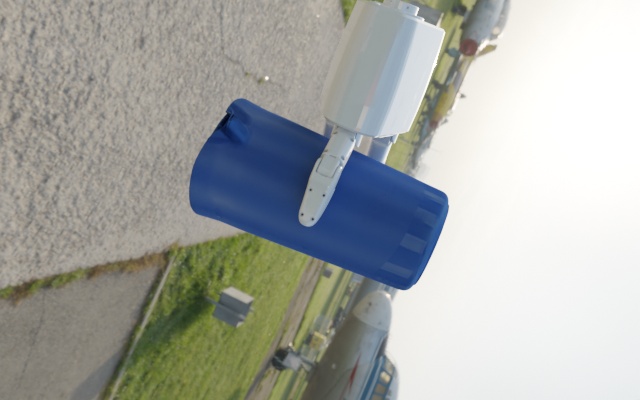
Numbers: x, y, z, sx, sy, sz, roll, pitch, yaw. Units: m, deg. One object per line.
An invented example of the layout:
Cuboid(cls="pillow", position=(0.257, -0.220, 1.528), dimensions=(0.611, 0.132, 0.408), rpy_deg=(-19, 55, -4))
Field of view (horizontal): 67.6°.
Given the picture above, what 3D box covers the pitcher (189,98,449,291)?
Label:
Cuboid(cls="pitcher", position=(0.000, 0.001, 0.504), dimensions=(0.243, 0.145, 0.149), rpy_deg=(23, 20, 8))
